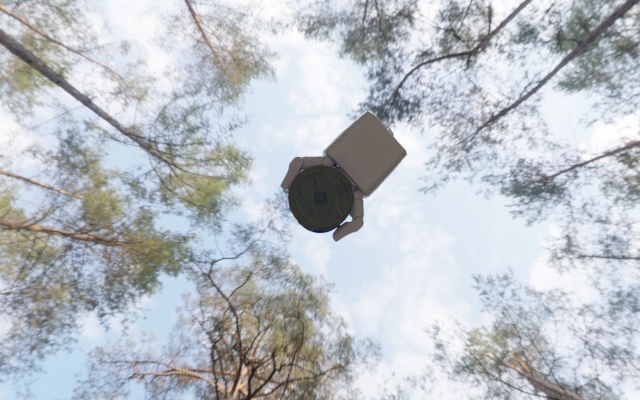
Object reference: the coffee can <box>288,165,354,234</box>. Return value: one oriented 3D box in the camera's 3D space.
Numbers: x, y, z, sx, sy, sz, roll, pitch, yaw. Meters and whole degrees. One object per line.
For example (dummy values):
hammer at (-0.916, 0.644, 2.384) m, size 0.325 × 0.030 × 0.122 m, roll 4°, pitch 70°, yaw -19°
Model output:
coffee can at (0.000, 0.003, 0.808) m, size 0.103 × 0.103 × 0.140 m, roll 0°, pitch -6°, yaw -1°
